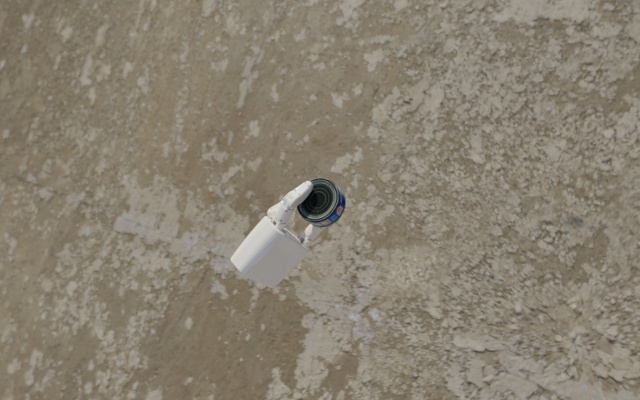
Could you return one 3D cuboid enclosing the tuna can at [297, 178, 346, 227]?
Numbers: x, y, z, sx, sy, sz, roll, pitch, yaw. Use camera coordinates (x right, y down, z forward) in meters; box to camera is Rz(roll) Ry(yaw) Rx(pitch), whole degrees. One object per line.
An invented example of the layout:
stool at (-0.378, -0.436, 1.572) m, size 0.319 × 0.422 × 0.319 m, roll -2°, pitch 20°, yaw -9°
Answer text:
tuna can at (0.000, 0.003, 0.861) m, size 0.086 × 0.086 × 0.034 m, roll 0°, pitch -19°, yaw 24°
